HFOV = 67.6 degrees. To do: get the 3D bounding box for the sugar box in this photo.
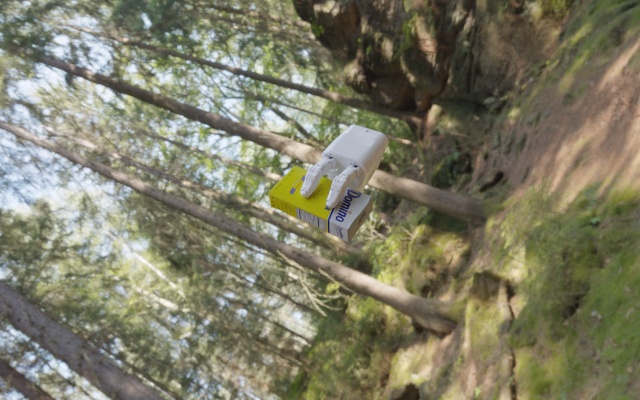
[{"bbox_3d":[0.000,0.002,0.894,0.176,0.048,0.093,21,52,25],"label":"sugar box"}]
